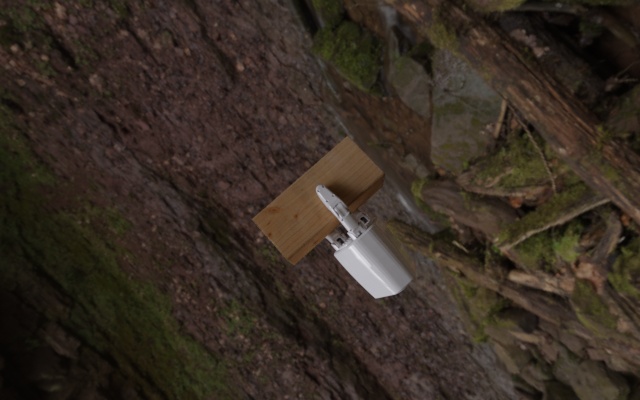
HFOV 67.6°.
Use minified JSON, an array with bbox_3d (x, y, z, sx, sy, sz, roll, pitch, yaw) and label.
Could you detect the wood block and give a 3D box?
[{"bbox_3d":[0.000,0.003,0.795,0.206,0.090,0.091,-41,-12,-5],"label":"wood block"}]
